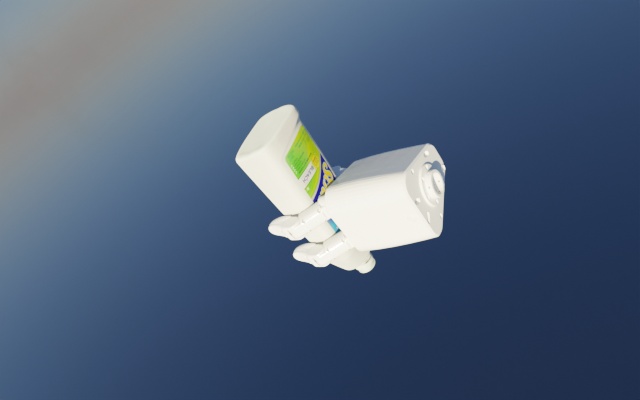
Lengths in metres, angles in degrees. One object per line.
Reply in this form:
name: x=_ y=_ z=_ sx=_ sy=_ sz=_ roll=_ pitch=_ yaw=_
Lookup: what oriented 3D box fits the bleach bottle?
bleach bottle: x=0.000 y=0.002 z=0.633 sx=0.068 sy=0.102 sz=0.251 roll=-14 pitch=-52 yaw=37
